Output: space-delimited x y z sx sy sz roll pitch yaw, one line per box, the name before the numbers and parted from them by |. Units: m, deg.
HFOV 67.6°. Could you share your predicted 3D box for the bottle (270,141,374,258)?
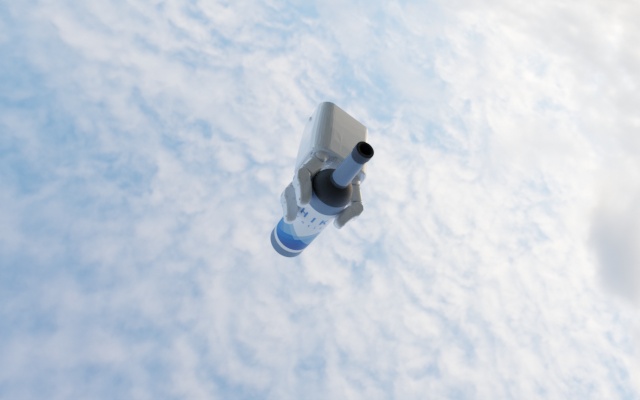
bottle | 0.000 0.003 0.744 0.069 0.069 0.296 0 -28 -27
